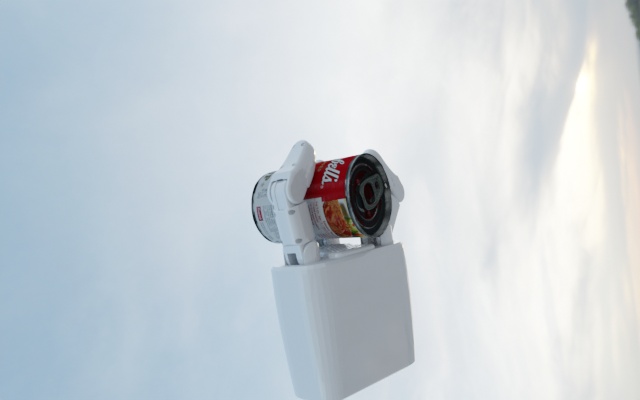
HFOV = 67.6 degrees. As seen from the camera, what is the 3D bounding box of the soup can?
[{"bbox_3d":[0.000,0.001,0.407,0.102,0.068,0.068,-8,-4,36],"label":"soup can"}]
